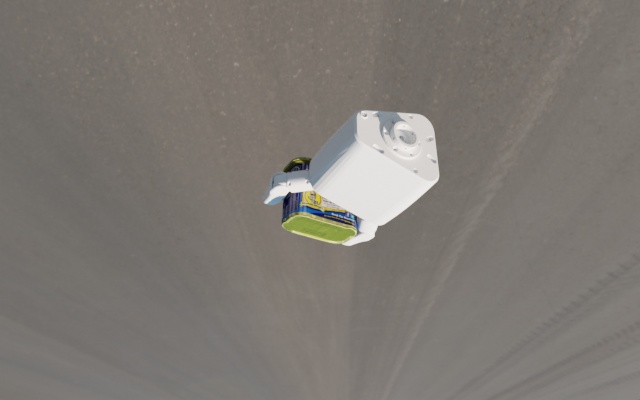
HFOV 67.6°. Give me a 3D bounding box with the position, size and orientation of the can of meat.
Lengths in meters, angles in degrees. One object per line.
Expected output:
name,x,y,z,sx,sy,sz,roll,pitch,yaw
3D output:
can of meat,0.000,0.002,0.623,0.102,0.084,0.057,17,-33,-25
